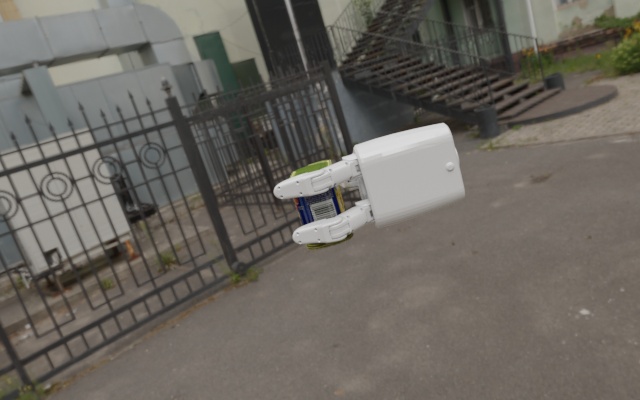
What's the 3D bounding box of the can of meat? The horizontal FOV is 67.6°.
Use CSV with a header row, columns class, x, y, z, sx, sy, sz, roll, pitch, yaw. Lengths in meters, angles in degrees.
class,x,y,z,sx,sy,sz,roll,pitch,yaw
can of meat,0.000,0.002,0.581,0.057,0.084,0.102,-16,13,5
